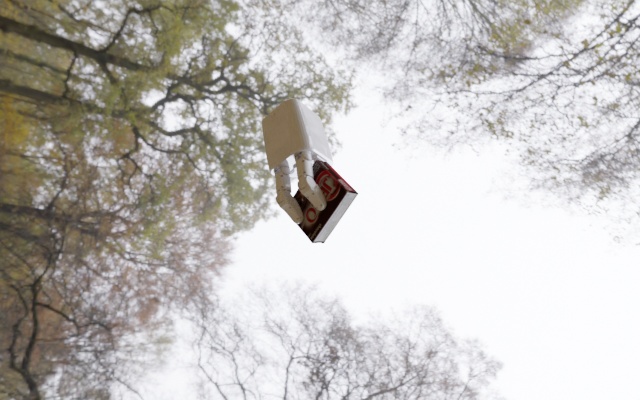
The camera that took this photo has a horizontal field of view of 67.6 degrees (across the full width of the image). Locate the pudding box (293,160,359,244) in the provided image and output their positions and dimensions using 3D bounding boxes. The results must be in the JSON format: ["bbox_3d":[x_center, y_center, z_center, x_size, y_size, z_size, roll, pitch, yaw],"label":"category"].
[{"bbox_3d":[0.000,0.003,0.808,0.039,0.113,0.090,7,32,-47],"label":"pudding box"}]
